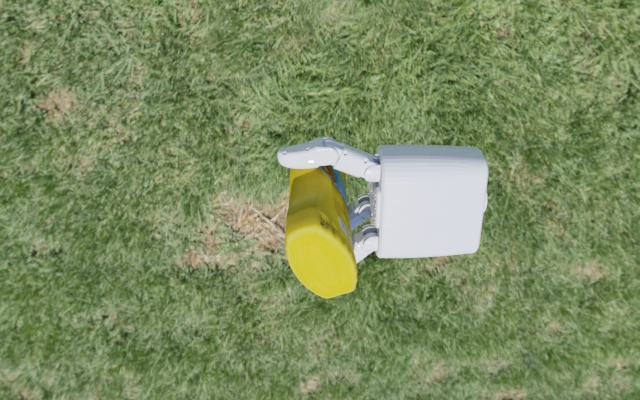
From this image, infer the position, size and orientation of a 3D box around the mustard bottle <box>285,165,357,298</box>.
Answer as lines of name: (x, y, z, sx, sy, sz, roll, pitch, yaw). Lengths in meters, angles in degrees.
mustard bottle: (0.000, 0.002, 0.505, 0.058, 0.096, 0.191, -20, 36, 14)
